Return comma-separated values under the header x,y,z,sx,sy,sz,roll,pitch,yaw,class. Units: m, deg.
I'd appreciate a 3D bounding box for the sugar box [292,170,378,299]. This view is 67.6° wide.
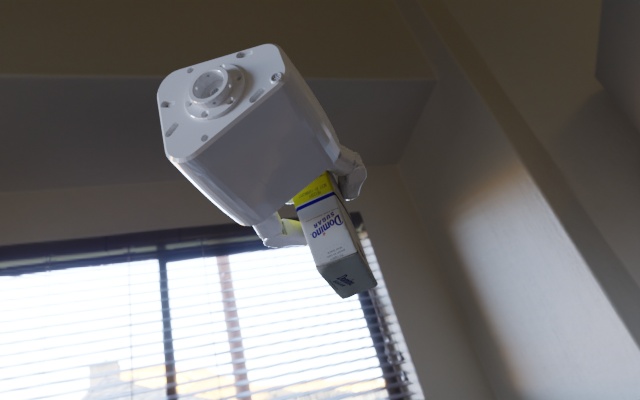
x,y,z,sx,sy,sz,roll,pitch,yaw,class
-0.001,0.002,0.476,0.048,0.176,0.093,-22,-32,7,sugar box
